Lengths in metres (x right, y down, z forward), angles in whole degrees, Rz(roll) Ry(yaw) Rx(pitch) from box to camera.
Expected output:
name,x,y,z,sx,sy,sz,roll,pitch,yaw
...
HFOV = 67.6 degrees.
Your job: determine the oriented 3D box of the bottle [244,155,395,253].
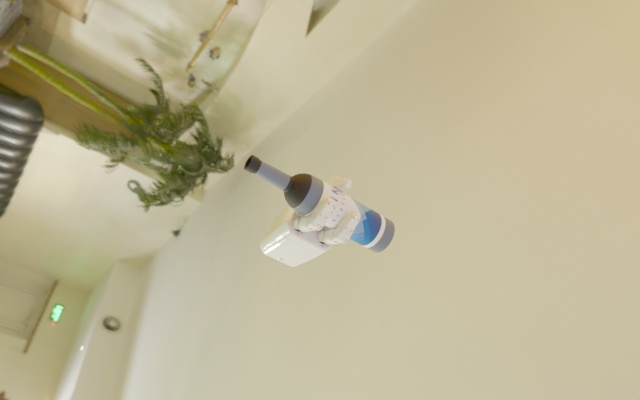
name,x,y,z,sx,sy,sz,roll,pitch,yaw
bottle,0.000,0.003,0.830,0.296,0.069,0.069,29,-14,-26
